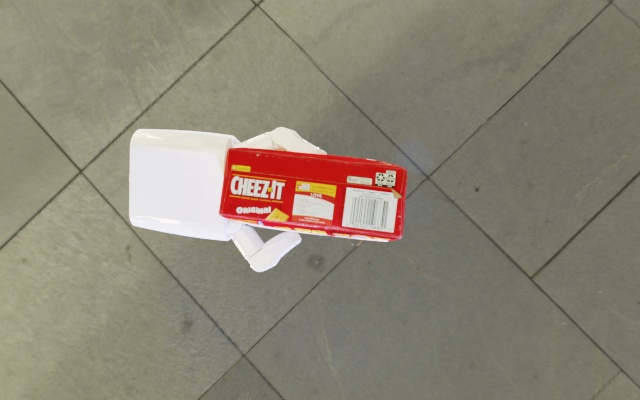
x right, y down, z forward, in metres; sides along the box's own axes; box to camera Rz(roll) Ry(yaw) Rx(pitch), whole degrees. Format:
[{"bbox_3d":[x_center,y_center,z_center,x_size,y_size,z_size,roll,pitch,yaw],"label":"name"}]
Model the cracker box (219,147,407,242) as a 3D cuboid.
[{"bbox_3d":[0.000,0.002,0.519,0.164,0.072,0.214,6,-5,4],"label":"cracker box"}]
